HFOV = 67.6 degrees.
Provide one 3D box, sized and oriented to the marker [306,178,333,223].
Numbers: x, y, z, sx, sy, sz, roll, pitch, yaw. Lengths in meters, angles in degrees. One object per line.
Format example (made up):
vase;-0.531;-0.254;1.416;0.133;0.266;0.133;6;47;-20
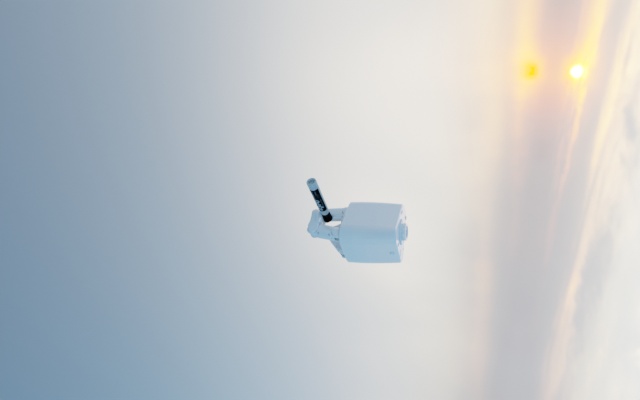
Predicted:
marker;0.000;0.003;0.900;0.020;0.020;0.121;0;-38;21
